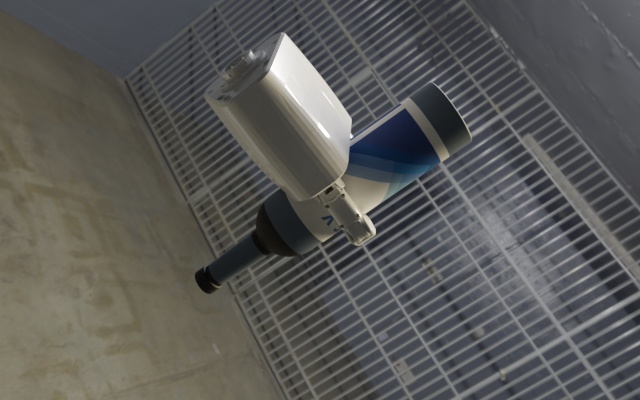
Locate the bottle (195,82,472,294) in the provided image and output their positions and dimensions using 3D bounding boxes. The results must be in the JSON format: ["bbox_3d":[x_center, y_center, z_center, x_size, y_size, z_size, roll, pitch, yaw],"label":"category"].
[{"bbox_3d":[0.000,0.001,0.462,0.296,0.069,0.069,-35,-7,10],"label":"bottle"}]
